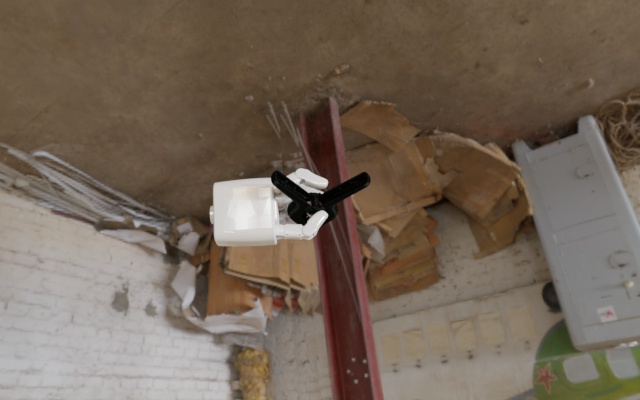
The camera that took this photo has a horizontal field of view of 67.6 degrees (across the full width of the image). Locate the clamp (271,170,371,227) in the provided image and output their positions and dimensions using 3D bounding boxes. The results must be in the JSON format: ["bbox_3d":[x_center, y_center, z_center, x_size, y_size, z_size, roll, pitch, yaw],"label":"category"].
[{"bbox_3d":[0.000,0.004,0.859,0.164,0.036,0.210,-2,-27,-2],"label":"clamp"}]
